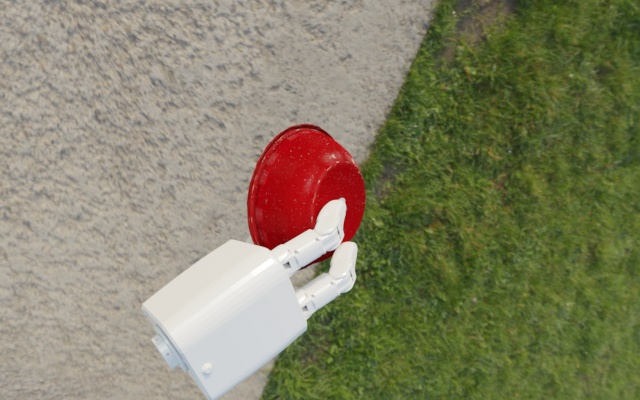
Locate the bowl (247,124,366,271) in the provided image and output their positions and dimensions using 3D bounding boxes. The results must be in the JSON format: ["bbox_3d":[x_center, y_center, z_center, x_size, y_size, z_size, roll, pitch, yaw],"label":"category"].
[{"bbox_3d":[0.001,0.001,0.504,0.055,0.162,0.162,10,6,38],"label":"bowl"}]
